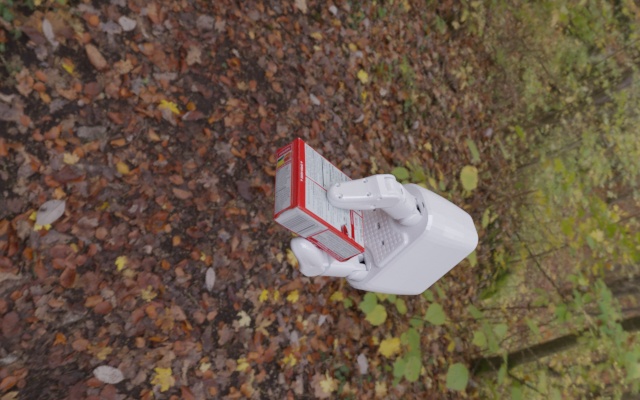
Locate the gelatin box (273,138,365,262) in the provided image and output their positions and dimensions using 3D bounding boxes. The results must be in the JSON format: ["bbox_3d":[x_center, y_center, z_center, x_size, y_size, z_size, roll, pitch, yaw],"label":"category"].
[{"bbox_3d":[0.000,0.001,0.403,0.030,0.073,0.089,-27,-44,30],"label":"gelatin box"}]
